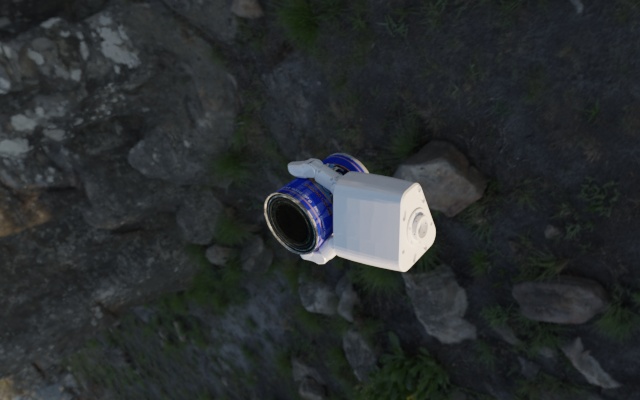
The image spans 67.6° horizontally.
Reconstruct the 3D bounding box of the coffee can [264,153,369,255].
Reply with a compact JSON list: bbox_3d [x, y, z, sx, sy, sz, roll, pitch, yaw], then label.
[{"bbox_3d":[0.000,0.002,0.720,0.103,0.103,0.140,0,27,45],"label":"coffee can"}]
